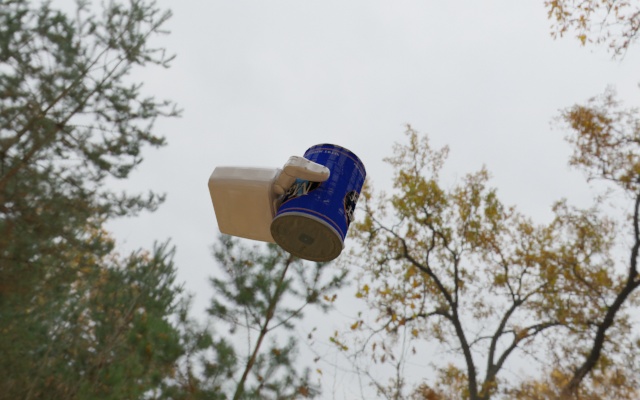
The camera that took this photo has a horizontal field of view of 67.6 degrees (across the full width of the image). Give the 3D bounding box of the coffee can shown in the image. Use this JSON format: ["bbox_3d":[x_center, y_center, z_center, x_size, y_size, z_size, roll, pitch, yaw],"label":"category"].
[{"bbox_3d":[0.000,0.002,0.685,0.103,0.140,0.103,13,-38,11],"label":"coffee can"}]
